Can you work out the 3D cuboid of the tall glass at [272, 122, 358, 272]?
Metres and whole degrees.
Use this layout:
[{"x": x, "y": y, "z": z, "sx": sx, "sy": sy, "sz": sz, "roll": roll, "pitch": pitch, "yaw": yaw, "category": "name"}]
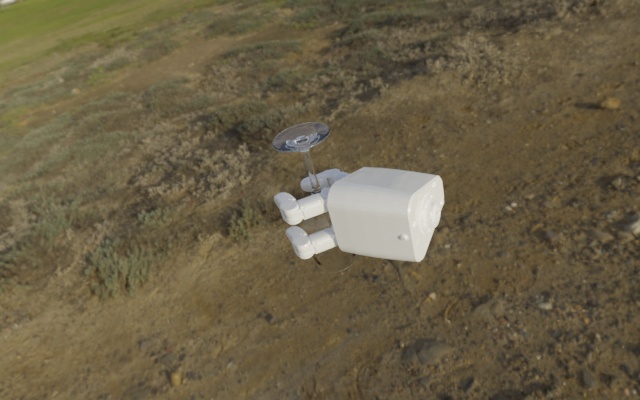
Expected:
[{"x": 0.000, "y": 0.001, "z": 0.639, "sx": 0.079, "sy": 0.201, "sz": 0.079, "roll": -12, "pitch": 32, "yaw": 7, "category": "tall glass"}]
